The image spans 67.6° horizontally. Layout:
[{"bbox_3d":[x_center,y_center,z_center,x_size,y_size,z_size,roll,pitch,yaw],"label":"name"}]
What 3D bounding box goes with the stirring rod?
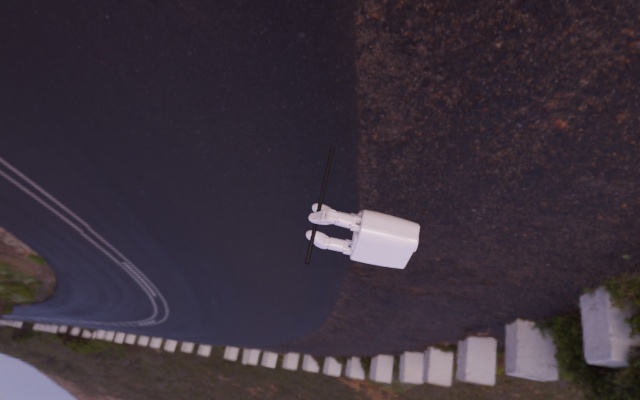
[{"bbox_3d":[0.000,0.003,0.897,0.011,0.239,0.011,11,-20,4],"label":"stirring rod"}]
